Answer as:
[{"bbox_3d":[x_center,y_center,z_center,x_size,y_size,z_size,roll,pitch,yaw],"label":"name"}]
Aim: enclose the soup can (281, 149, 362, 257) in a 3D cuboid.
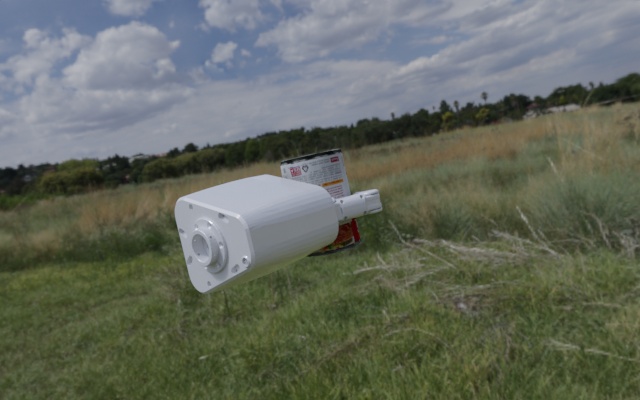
[{"bbox_3d":[0.000,0.001,0.509,0.068,0.102,0.068,-12,4,1],"label":"soup can"}]
